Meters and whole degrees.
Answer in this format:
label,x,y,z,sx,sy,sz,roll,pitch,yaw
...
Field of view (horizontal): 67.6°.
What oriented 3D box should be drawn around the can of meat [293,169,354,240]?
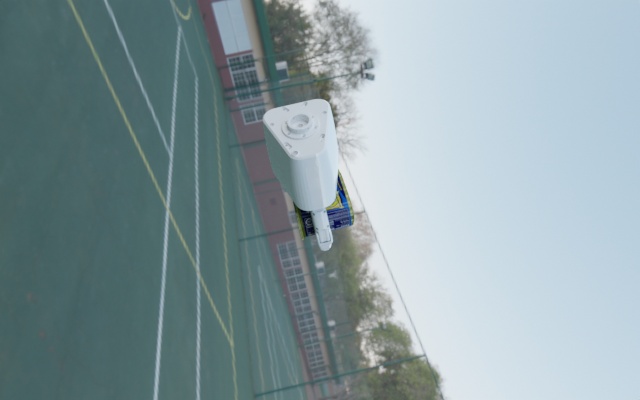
label,x,y,z,sx,sy,sz,roll,pitch,yaw
can of meat,0.000,0.002,0.735,0.084,0.102,0.057,-14,-41,-3
